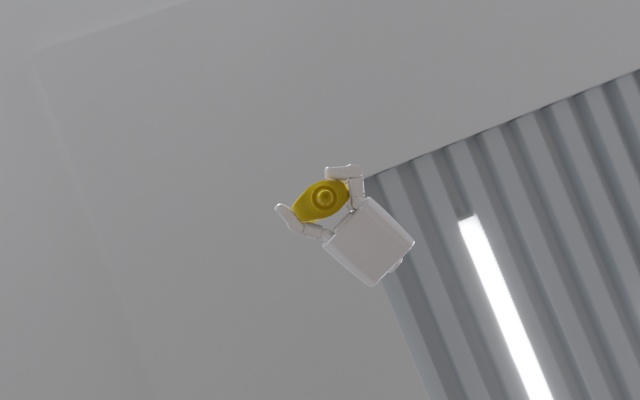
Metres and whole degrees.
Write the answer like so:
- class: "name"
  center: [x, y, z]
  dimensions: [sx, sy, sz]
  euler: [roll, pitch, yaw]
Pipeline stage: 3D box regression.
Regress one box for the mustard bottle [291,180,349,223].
- class: "mustard bottle"
  center: [0.000, 0.002, 0.802]
  dimensions: [0.096, 0.058, 0.191]
  euler: [-23, -2, -6]
